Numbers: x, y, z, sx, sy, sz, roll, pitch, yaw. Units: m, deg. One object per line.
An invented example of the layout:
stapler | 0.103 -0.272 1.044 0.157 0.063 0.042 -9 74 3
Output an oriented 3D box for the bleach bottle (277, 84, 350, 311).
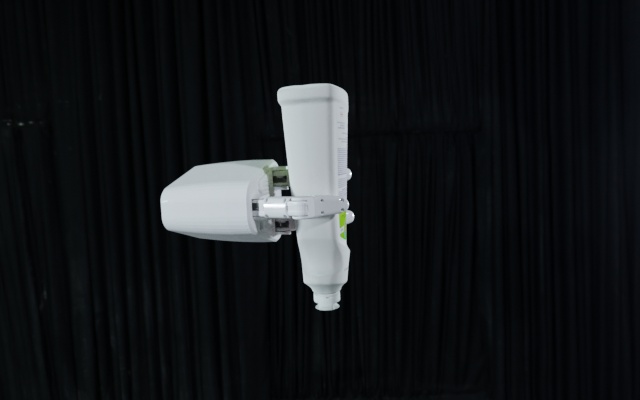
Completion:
bleach bottle | 0.000 0.002 0.543 0.068 0.251 0.102 -1 6 16
